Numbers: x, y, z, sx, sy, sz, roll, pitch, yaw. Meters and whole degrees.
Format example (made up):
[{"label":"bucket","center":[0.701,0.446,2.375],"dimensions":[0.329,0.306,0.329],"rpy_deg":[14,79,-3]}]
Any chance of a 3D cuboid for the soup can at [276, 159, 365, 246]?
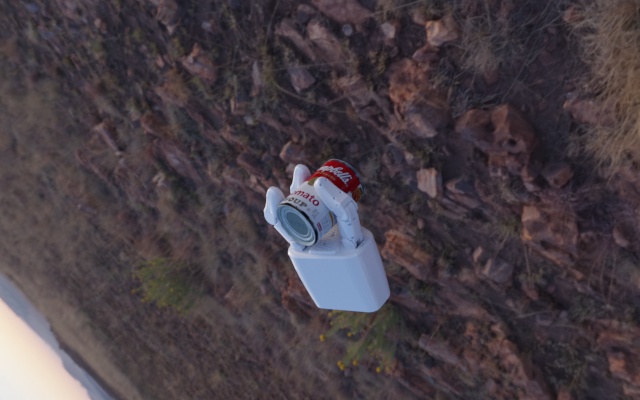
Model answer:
[{"label":"soup can","center":[0.000,0.002,0.615],"dimensions":[0.068,0.068,0.102],"rpy_deg":[0,36,50]}]
